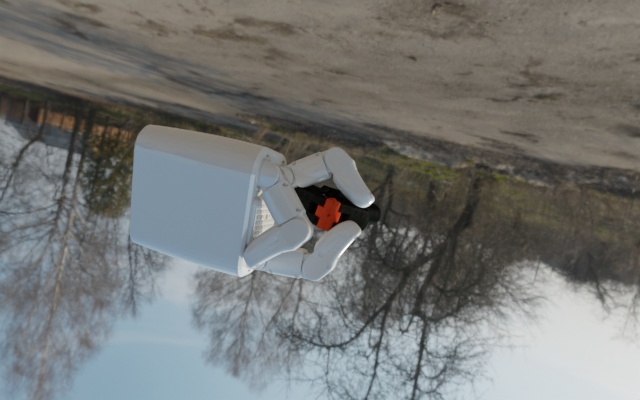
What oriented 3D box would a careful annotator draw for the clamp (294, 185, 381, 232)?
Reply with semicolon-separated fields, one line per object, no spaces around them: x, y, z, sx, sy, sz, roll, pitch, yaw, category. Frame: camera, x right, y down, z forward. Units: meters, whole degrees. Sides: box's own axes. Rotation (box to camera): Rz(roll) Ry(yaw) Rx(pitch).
0.000;0.002;0.485;0.120;0.039;0.171;14;2;9;clamp
